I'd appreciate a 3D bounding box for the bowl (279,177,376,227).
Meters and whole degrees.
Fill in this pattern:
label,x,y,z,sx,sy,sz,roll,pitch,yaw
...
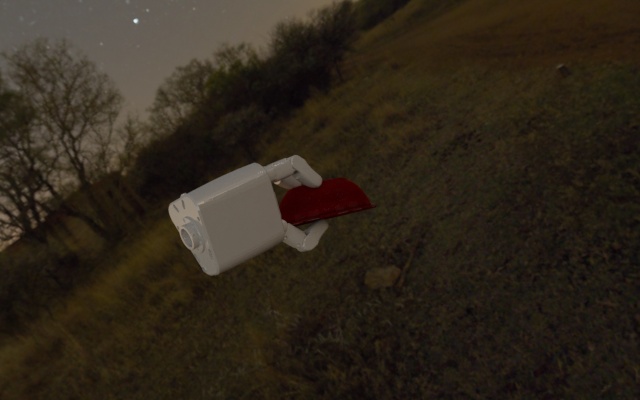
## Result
label,x,y,z,sx,sy,sz,roll,pitch,yaw
bowl,0.001,0.002,0.723,0.162,0.055,0.162,-13,-4,-1
